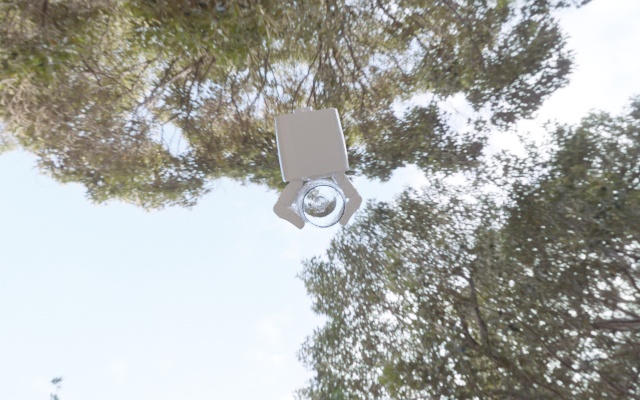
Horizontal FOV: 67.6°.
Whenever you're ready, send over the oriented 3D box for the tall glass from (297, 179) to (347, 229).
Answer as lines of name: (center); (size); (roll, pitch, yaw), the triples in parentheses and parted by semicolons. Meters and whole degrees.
tall glass: (0.000, 0.003, 0.782); (0.079, 0.079, 0.201); (0, 3, -3)
